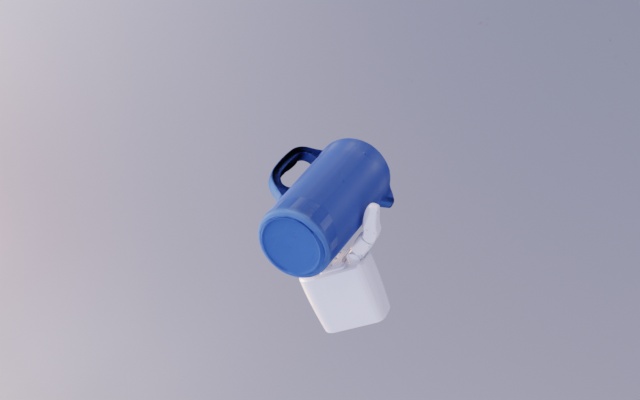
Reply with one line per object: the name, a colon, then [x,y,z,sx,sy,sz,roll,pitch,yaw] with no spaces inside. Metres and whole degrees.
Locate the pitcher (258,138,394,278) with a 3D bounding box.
pitcher: [0.000,0.003,0.723,0.149,0.145,0.242,-10,21,31]
